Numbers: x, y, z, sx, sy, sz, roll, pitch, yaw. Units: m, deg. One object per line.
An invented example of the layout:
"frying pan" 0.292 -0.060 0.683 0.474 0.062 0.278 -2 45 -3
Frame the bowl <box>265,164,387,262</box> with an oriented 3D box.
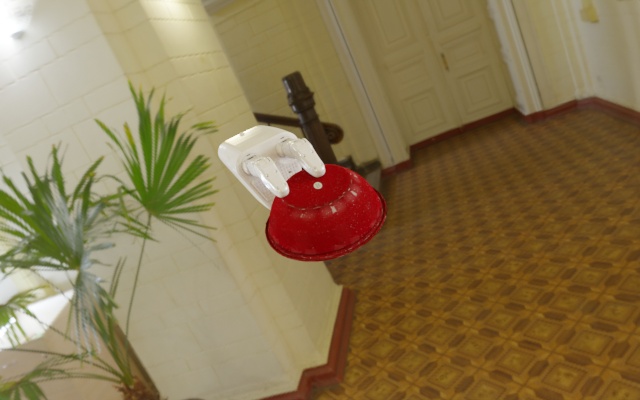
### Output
"bowl" 0.001 0.002 0.606 0.162 0.055 0.162 -10 37 8
